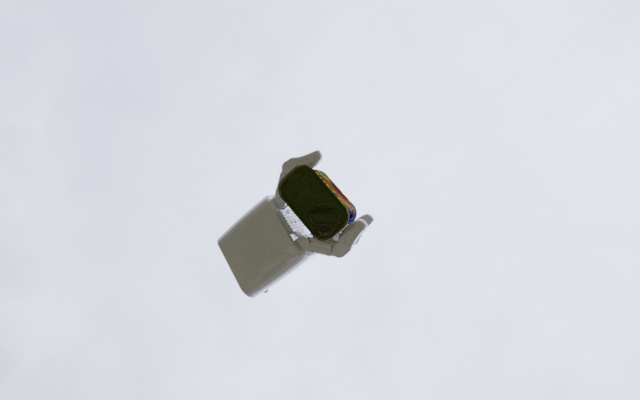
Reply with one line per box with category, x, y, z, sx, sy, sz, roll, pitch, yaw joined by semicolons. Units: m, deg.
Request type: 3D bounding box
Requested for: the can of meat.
can of meat;0.000;0.002;0.655;0.057;0.102;0.084;-42;-9;11
